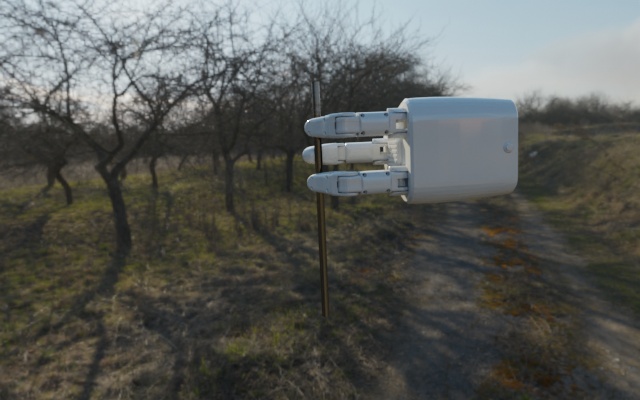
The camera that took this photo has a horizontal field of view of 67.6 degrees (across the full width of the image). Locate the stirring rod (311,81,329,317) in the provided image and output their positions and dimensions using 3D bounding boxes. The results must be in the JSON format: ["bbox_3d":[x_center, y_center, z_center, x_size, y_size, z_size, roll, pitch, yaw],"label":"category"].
[{"bbox_3d":[0.000,0.002,0.488,0.011,0.239,0.011,-3,7,0],"label":"stirring rod"}]
